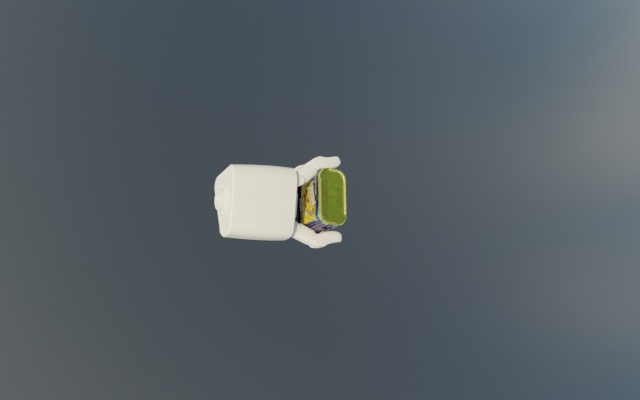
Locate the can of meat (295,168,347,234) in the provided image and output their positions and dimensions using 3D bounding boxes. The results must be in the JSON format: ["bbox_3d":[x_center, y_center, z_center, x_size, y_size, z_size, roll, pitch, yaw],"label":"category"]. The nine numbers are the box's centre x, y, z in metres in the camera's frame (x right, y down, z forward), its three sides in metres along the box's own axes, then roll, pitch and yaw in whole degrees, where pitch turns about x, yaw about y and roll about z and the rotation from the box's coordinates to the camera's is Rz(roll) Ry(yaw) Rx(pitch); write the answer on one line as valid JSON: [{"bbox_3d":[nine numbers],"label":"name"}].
[{"bbox_3d":[0.000,0.003,0.805,0.057,0.102,0.084,8,-18,-28],"label":"can of meat"}]
